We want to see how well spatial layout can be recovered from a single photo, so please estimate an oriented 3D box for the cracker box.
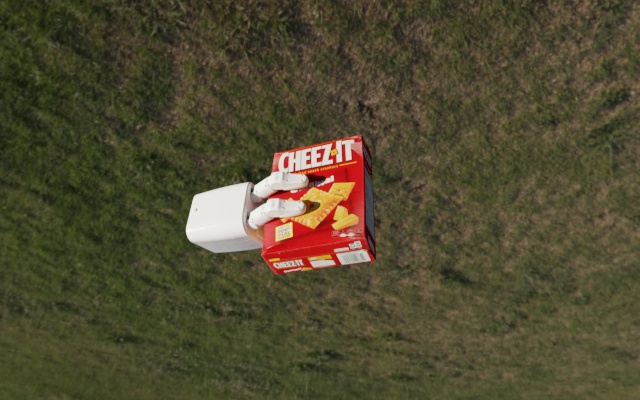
[{"bbox_3d":[0.000,0.003,0.772,0.164,0.213,0.072,-10,-39,15],"label":"cracker box"}]
